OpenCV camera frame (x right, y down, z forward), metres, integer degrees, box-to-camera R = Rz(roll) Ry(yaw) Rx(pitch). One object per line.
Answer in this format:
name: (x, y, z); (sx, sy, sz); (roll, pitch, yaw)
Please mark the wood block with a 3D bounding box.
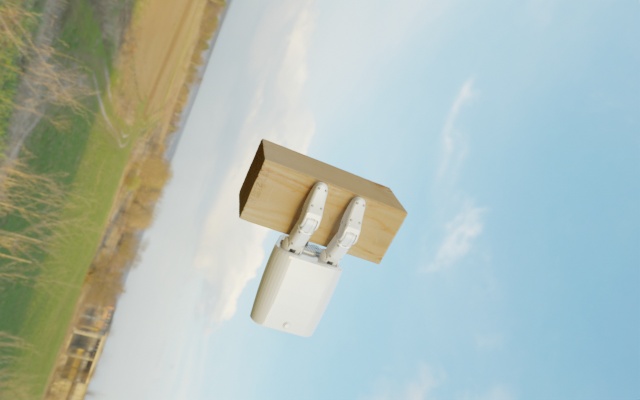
wood block: (0.000, 0.002, 0.660); (0.206, 0.090, 0.090); (20, 19, -18)
